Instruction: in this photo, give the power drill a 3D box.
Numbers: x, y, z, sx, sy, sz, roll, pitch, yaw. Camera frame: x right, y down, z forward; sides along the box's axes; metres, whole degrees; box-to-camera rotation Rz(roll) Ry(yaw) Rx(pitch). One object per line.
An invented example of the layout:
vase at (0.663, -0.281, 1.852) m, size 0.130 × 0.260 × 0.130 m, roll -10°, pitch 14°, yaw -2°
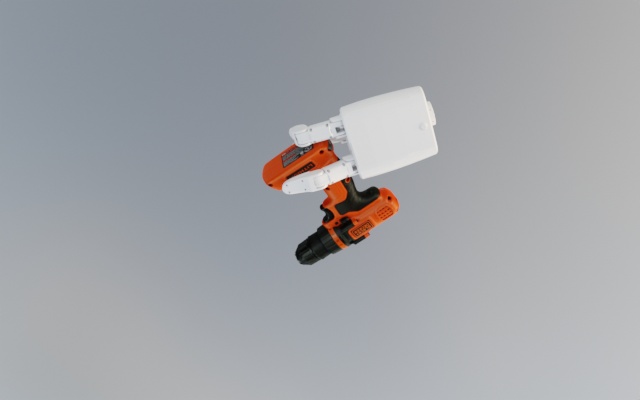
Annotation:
power drill at (0.000, 0.002, 0.703) m, size 0.184 × 0.188 × 0.057 m, roll -35°, pitch 36°, yaw 11°
